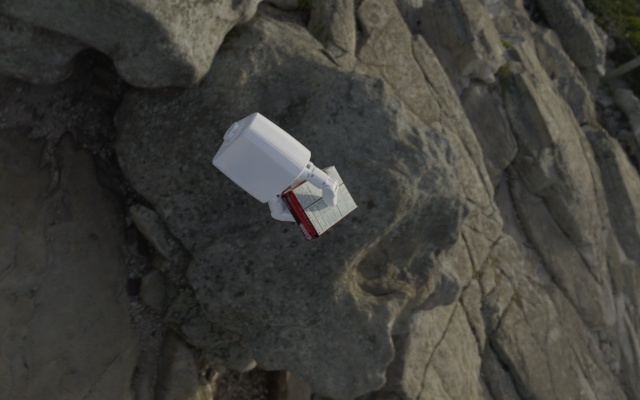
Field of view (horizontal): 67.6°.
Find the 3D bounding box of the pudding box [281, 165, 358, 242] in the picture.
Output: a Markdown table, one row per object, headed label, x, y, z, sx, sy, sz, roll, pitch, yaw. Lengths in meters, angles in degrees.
| label | x | y | z | sx | sy | sz | roll | pitch | yaw |
| --- | --- | --- | --- | --- | --- | --- | --- | --- | --- |
| pudding box | 0.000 | 0.003 | 0.802 | 0.113 | 0.090 | 0.039 | -34 | 7 | -39 |
